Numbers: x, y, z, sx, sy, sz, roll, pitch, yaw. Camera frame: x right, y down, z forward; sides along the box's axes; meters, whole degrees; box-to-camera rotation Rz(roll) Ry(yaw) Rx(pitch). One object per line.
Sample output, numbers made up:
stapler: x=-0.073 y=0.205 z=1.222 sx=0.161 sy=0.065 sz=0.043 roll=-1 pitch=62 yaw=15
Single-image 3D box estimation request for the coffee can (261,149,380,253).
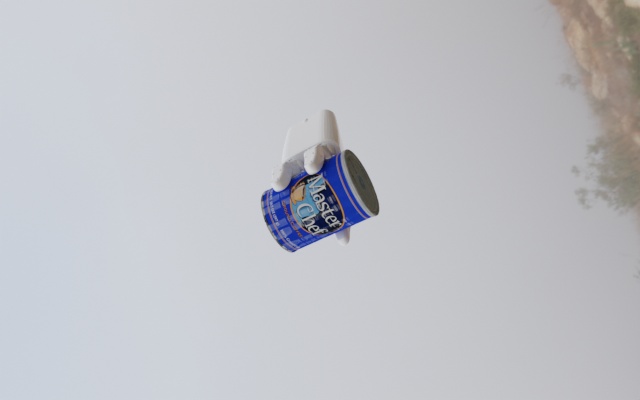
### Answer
coffee can: x=0.000 y=0.002 z=0.691 sx=0.140 sy=0.103 sz=0.103 roll=-25 pitch=-9 yaw=19
